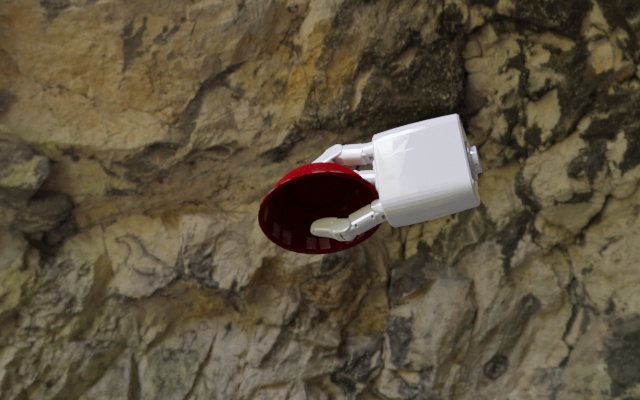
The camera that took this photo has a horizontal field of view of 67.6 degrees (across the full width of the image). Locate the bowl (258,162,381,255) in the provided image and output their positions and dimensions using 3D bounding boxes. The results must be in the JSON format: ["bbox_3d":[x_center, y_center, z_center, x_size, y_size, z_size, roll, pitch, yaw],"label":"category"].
[{"bbox_3d":[-0.001,0.002,0.620,0.162,0.055,0.162,-4,-42,-4],"label":"bowl"}]
